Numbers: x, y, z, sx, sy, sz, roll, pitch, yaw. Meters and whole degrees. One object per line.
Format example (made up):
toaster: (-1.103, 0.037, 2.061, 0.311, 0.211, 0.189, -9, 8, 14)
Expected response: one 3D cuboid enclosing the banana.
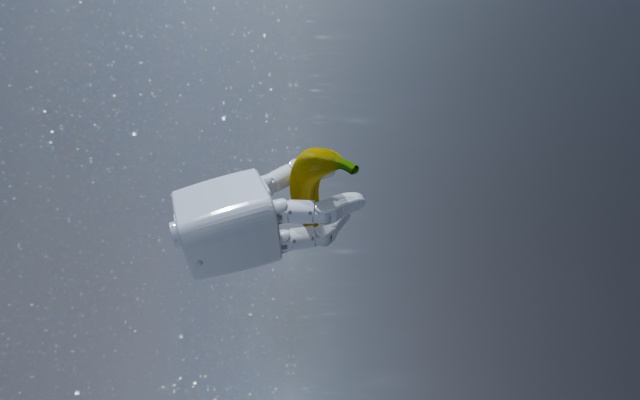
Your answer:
banana: (-0.010, -0.014, 0.583, 0.037, 0.069, 0.198, -32, -13, -22)
